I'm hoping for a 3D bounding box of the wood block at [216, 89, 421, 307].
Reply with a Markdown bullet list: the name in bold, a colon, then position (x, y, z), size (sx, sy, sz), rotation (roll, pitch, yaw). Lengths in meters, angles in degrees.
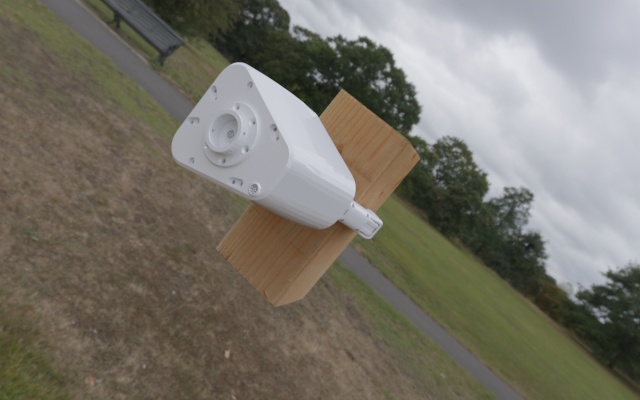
- **wood block**: position (0.000, 0.002, 0.504), size (0.091, 0.206, 0.090), rotation (42, 8, 17)
